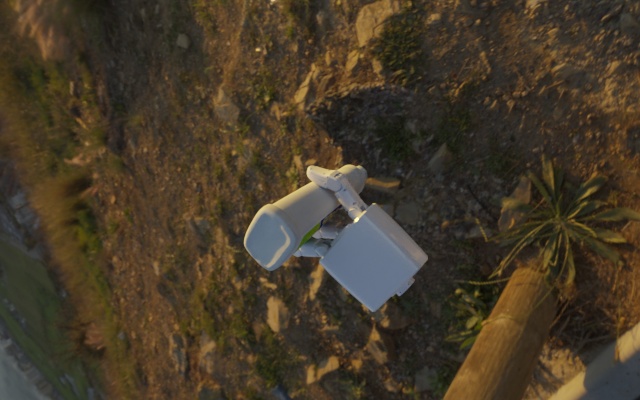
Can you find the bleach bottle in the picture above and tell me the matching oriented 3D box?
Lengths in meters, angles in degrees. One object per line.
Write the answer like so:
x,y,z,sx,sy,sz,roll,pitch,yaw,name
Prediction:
0.000,0.002,0.706,0.250,0.068,0.103,-37,-12,-46,bleach bottle
